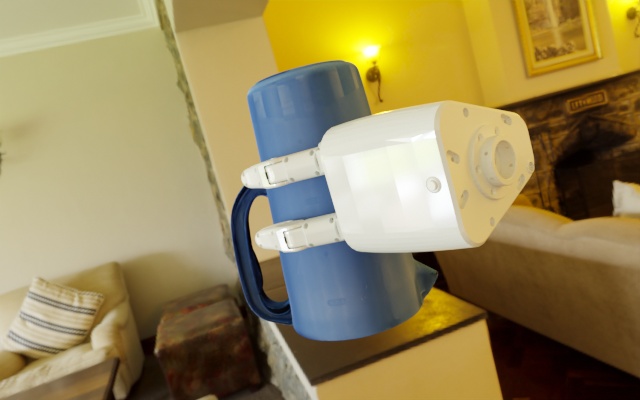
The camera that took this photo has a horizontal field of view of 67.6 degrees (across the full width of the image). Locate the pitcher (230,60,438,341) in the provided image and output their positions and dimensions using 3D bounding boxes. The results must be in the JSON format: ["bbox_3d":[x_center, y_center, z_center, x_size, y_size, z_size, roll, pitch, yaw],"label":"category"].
[{"bbox_3d":[0.000,0.001,0.461,0.149,0.243,0.145,-20,9,-39],"label":"pitcher"}]
